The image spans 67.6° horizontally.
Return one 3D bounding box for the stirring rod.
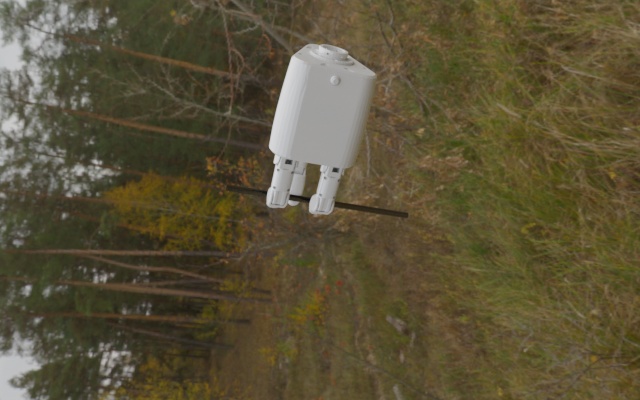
[{"bbox_3d":[0.000,0.002,0.614,0.239,0.011,0.011,9,-2,-12],"label":"stirring rod"}]
